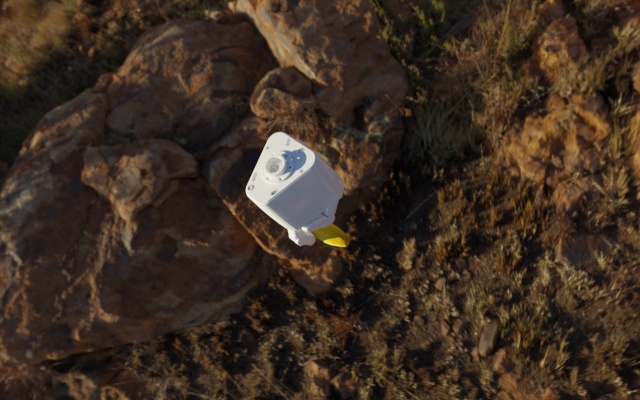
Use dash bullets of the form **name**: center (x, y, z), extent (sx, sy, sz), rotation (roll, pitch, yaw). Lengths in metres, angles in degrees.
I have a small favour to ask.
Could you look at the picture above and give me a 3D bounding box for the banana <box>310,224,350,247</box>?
- **banana**: center (-0.017, 0.010, 0.839), extent (0.069, 0.197, 0.037), rotation (-31, -30, 9)
